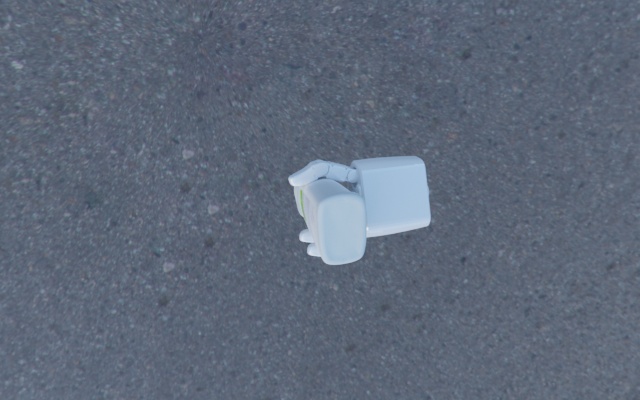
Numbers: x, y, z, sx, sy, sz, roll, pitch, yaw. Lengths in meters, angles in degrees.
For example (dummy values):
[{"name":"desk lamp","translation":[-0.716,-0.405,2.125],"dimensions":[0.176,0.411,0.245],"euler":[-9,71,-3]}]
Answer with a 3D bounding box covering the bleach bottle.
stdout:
[{"name":"bleach bottle","translation":[0.000,0.003,0.729],"dimensions":[0.068,0.103,0.250],"euler":[-7,20,-12]}]
